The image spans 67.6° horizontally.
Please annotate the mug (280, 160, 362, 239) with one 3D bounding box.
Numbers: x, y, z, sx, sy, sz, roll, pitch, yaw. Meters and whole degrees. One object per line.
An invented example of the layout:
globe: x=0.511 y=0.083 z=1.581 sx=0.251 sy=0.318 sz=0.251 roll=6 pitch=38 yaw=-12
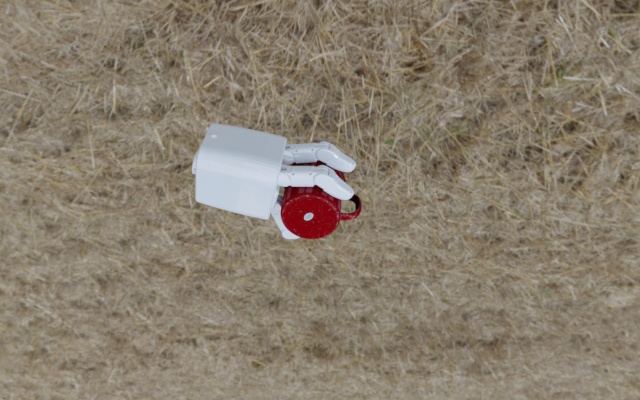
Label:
mug: x=0.001 y=0.003 z=0.669 sx=0.117 sy=0.093 sz=0.081 roll=12 pitch=38 yaw=-5
